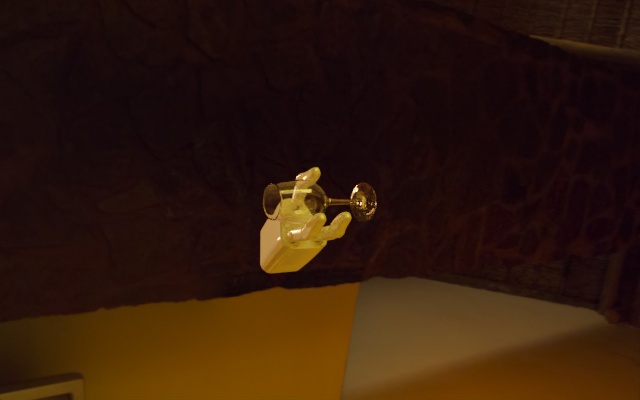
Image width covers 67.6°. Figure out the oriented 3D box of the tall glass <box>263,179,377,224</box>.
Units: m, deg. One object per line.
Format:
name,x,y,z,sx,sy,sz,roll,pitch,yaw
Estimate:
tall glass,0.001,0.003,0.847,0.201,0.079,0.079,1,-1,-36
